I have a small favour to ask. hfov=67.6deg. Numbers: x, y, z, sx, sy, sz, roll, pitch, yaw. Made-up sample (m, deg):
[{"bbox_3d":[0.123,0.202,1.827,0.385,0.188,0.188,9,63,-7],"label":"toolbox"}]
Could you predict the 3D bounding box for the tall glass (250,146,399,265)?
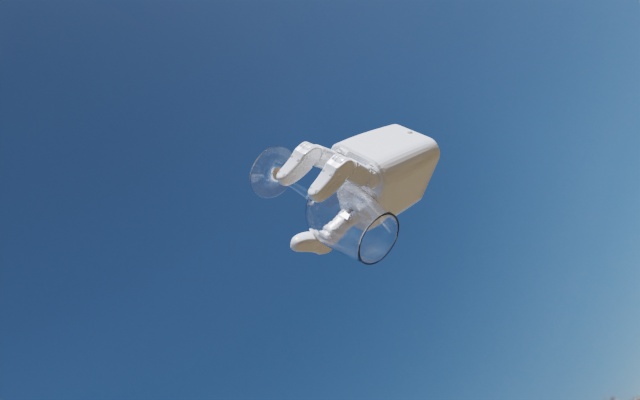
[{"bbox_3d":[0.000,0.002,0.573,0.079,0.079,0.201,0,24,-43],"label":"tall glass"}]
